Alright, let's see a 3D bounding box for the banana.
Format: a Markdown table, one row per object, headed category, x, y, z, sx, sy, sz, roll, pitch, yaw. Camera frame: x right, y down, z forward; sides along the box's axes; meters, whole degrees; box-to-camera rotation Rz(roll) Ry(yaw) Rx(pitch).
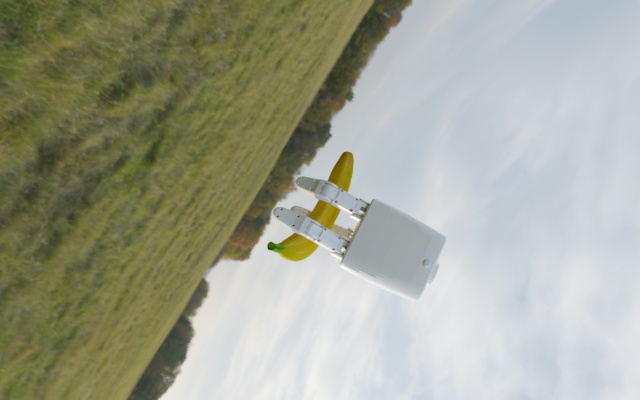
| category | x | y | z | sx | sy | sz | roll | pitch | yaw |
| --- | --- | --- | --- | --- | --- | --- | --- | --- | --- |
| banana | 0.000 | 0.017 | 0.652 | 0.037 | 0.197 | 0.070 | 21 | -36 | 22 |
